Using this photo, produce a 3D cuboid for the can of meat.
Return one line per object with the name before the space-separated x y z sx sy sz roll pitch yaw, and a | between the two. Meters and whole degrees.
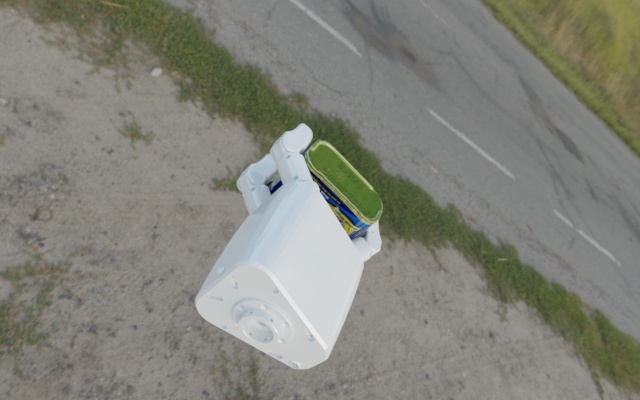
can of meat | 0.000 0.001 0.481 0.084 0.102 0.057 -39 11 36
